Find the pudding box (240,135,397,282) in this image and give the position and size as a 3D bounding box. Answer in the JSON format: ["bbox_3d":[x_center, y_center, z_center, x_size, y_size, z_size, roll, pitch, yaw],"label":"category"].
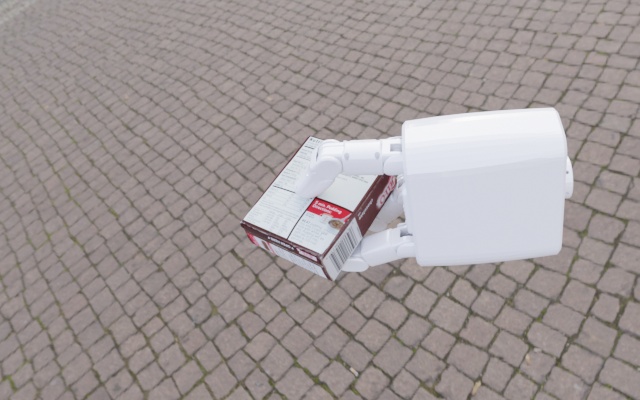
[{"bbox_3d":[0.000,0.001,0.413,0.090,0.113,0.039,20,-31,31],"label":"pudding box"}]
